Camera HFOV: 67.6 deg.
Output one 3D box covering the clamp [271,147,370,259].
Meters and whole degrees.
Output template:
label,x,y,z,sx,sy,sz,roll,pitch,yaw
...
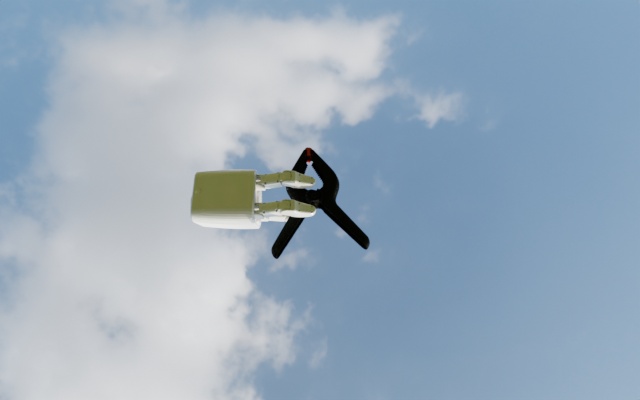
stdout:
label,x,y,z,sx,sy,sz,roll,pitch,yaw
clamp,0.000,0.003,0.836,0.164,0.210,0.036,1,-27,-3
